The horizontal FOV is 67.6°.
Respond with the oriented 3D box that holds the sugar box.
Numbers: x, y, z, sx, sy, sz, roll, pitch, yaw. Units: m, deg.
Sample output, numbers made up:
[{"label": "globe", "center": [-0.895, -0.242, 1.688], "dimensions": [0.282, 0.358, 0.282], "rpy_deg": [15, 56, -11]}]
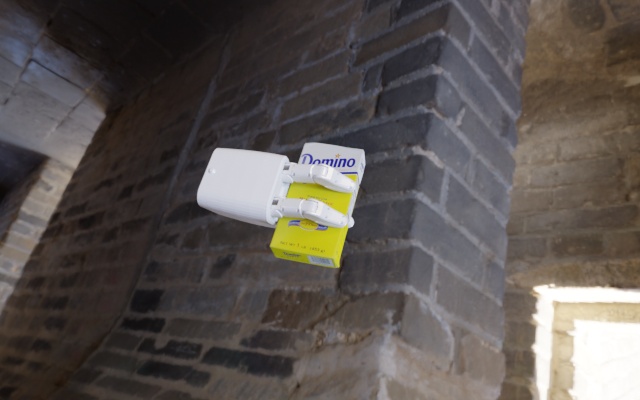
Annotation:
[{"label": "sugar box", "center": [0.000, 0.002, 0.677], "dimensions": [0.093, 0.176, 0.048], "rpy_deg": [9, -25, 13]}]
